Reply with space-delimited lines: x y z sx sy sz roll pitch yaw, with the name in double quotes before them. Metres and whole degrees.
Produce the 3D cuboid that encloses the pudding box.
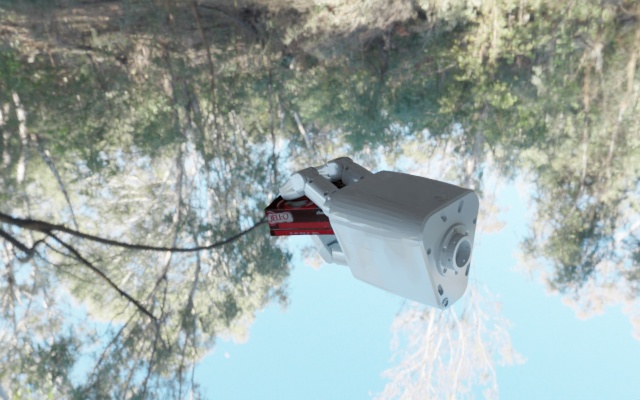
"pudding box" 0.000 0.002 0.549 0.090 0.039 0.113 -2 20 21
